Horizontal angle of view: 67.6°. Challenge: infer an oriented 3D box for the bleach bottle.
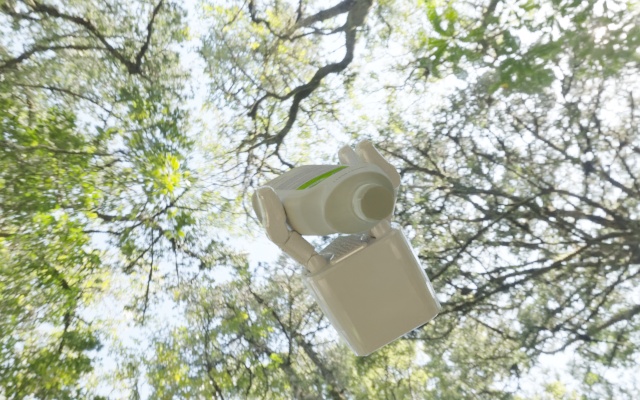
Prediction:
[{"bbox_3d":[0.000,0.002,0.494,0.102,0.068,0.251,-32,11,-14],"label":"bleach bottle"}]
